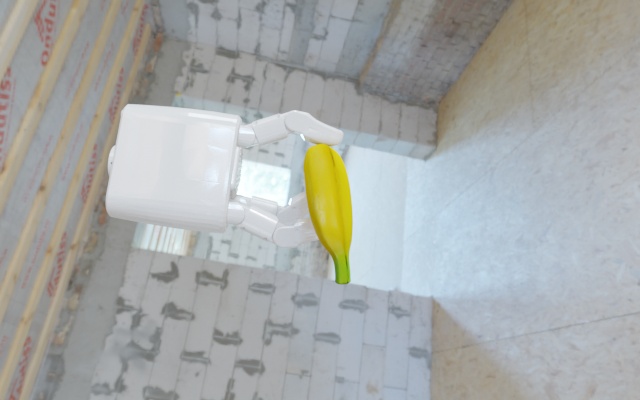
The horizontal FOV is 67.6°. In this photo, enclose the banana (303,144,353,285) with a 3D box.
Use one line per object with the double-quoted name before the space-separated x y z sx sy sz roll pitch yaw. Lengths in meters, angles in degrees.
"banana" 0.003 -0.013 0.435 0.037 0.070 0.197 4 31 -7
